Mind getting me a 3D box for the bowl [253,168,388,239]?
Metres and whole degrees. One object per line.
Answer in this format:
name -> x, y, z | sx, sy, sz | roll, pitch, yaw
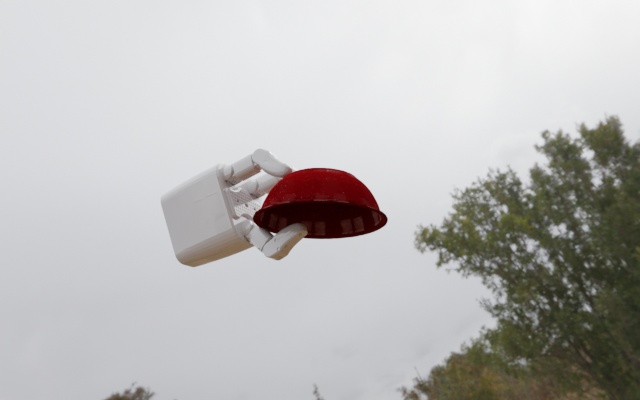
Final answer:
bowl -> 0.001, 0.001, 0.582 | 0.162, 0.055, 0.162 | 1, -19, 0
